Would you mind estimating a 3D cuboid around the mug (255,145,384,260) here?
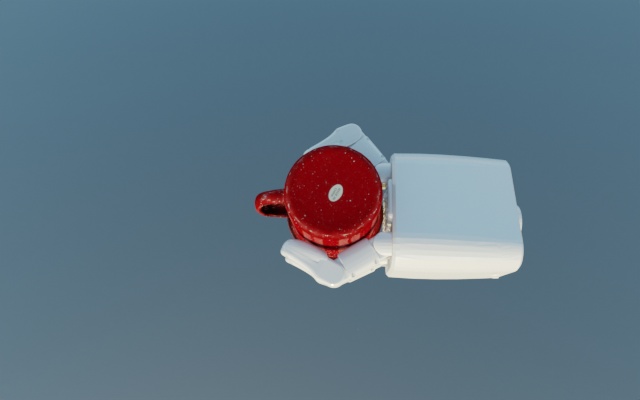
[{"bbox_3d":[-0.001,0.001,0.423,0.117,0.093,0.081,2,-15,3],"label":"mug"}]
